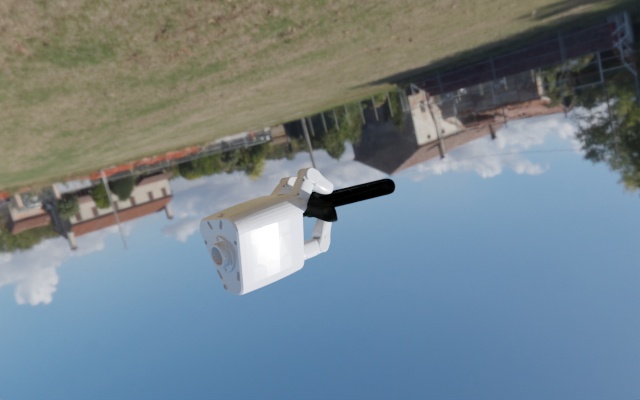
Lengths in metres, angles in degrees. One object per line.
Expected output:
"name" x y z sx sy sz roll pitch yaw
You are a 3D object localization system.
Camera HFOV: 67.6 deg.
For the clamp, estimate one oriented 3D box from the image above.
"clamp" 0.000 0.003 0.734 0.164 0.036 0.210 -20 10 -42
